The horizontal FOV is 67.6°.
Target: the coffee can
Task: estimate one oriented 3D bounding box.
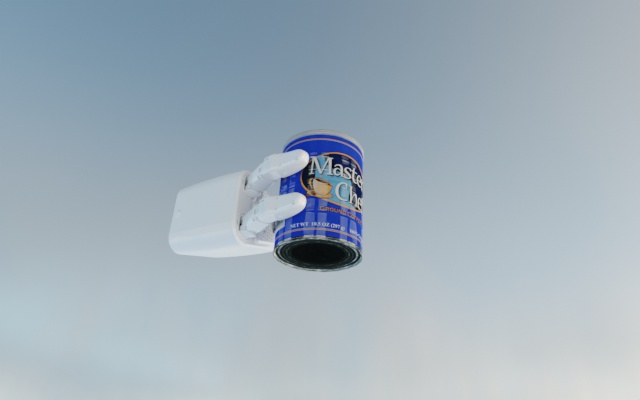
[{"bbox_3d":[0.000,0.002,0.571,0.103,0.140,0.103,2,-28,1],"label":"coffee can"}]
